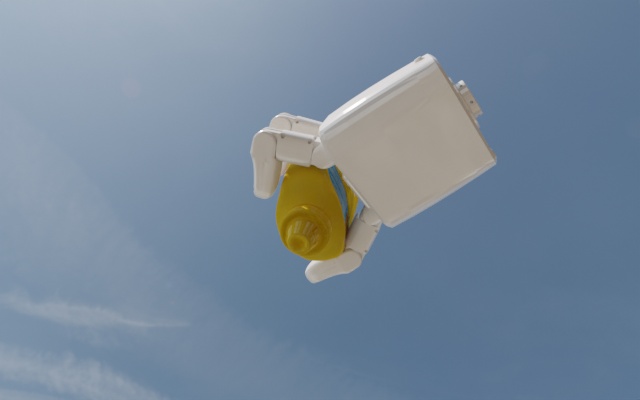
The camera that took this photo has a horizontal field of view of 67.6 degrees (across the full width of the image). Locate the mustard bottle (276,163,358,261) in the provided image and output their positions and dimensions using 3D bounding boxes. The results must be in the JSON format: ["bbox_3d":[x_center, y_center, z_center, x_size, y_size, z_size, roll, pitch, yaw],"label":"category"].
[{"bbox_3d":[0.000,0.001,0.444,0.058,0.096,0.191,-7,18,12],"label":"mustard bottle"}]
